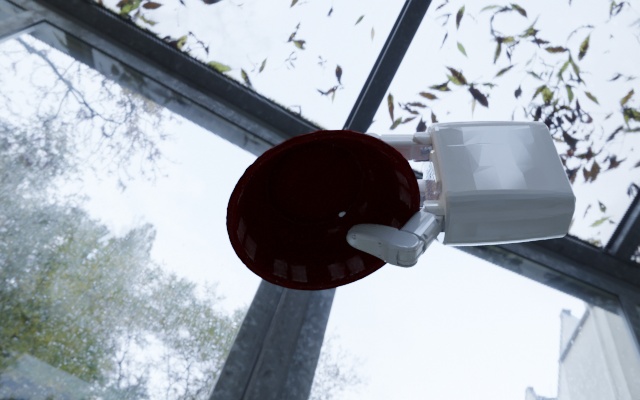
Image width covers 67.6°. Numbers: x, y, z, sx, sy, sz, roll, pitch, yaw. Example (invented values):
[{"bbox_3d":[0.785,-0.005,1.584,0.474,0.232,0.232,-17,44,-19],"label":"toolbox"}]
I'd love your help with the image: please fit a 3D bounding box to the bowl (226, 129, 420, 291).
[{"bbox_3d":[-0.001,0.001,0.411,0.162,0.162,0.055,0,34,-13],"label":"bowl"}]
